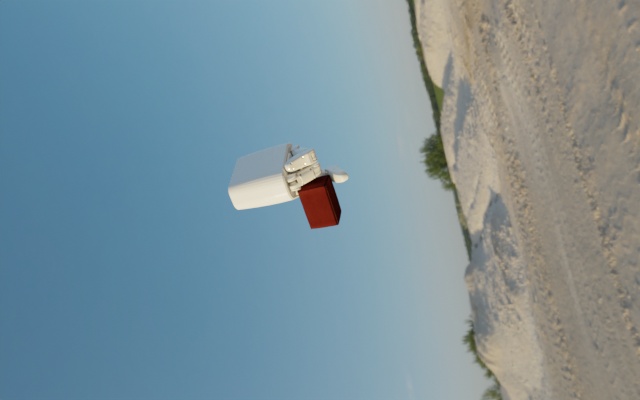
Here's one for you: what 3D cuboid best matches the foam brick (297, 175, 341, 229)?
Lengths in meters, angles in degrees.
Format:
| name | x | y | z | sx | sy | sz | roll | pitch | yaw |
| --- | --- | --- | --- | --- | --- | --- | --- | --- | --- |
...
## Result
| name | x | y | z | sx | sy | sz | roll | pitch | yaw |
| --- | --- | --- | --- | --- | --- | --- | --- | --- | --- |
| foam brick | 0.000 | 0.003 | 0.837 | 0.051 | 0.078 | 0.053 | -13 | 22 | 15 |
